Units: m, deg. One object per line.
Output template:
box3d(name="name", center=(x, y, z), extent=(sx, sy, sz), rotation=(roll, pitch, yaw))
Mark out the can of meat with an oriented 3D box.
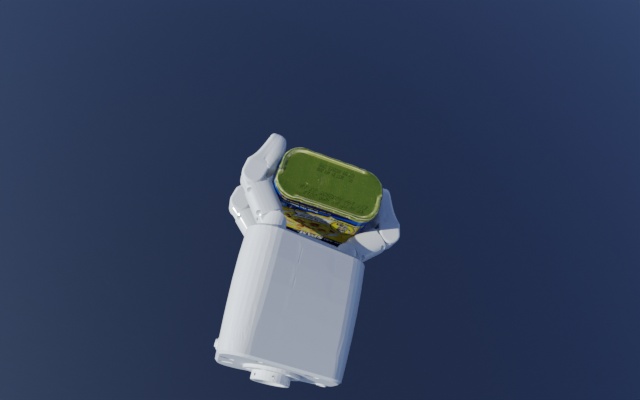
box3d(name="can of meat", center=(0.000, 0.001, 0.456), extent=(0.102, 0.057, 0.084), rotation=(18, -27, -6))
